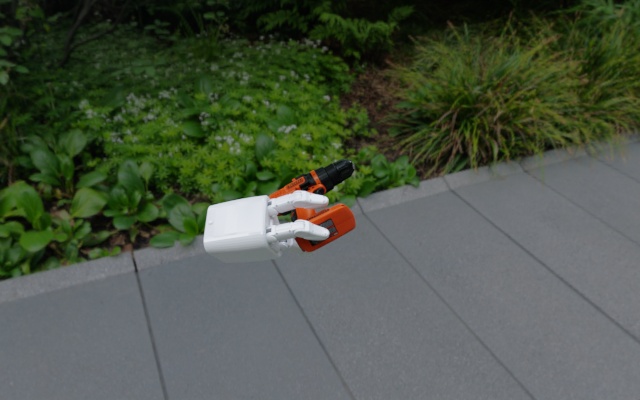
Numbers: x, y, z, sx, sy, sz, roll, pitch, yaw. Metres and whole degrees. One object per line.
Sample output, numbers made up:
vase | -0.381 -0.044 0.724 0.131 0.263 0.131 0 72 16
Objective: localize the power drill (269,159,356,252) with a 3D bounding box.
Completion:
power drill | 0.000 0.003 0.872 0.184 0.057 0.187 -30 29 0
